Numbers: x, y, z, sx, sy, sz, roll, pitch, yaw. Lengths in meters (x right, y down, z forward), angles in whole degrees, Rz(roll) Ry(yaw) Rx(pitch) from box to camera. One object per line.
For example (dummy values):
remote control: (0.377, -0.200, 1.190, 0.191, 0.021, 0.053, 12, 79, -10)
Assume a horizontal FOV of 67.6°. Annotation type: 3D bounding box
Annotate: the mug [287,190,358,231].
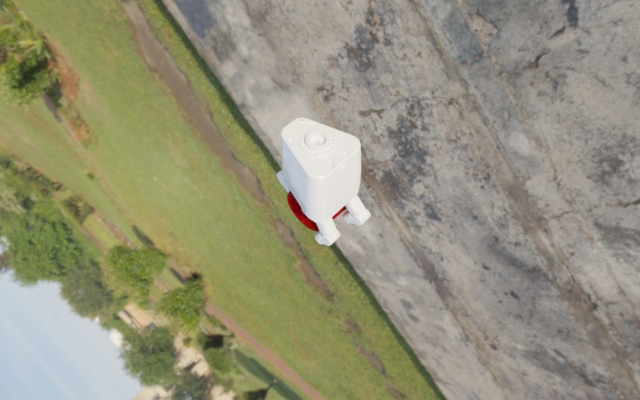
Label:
mug: (0.000, 0.003, 0.788, 0.093, 0.081, 0.117, 39, -26, 23)
